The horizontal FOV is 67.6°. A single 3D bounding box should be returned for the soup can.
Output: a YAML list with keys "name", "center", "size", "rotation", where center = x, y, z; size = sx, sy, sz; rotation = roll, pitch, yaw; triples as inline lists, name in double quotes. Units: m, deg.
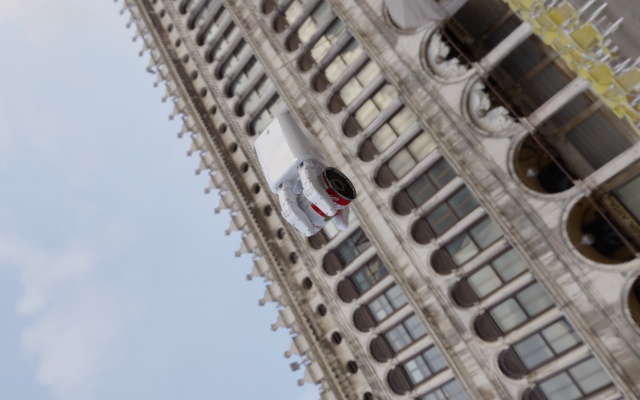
- name: "soup can"
  center: [0.000, 0.003, 0.783]
  size: [0.102, 0.068, 0.068]
  rotation: [-43, -23, 27]
